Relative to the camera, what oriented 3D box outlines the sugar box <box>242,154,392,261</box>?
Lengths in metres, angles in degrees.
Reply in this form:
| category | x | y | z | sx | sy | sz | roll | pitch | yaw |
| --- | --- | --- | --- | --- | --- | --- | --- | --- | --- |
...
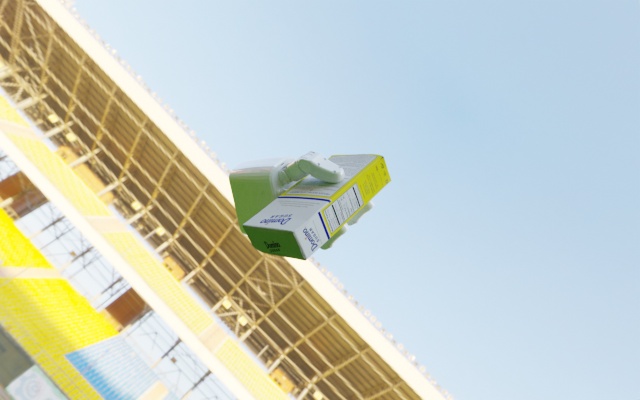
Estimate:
| category | x | y | z | sx | sy | sz | roll | pitch | yaw |
| --- | --- | --- | --- | --- | --- | --- | --- | --- | --- |
| sugar box | 0.000 | 0.002 | 0.584 | 0.093 | 0.048 | 0.176 | 4 | 37 | 45 |
